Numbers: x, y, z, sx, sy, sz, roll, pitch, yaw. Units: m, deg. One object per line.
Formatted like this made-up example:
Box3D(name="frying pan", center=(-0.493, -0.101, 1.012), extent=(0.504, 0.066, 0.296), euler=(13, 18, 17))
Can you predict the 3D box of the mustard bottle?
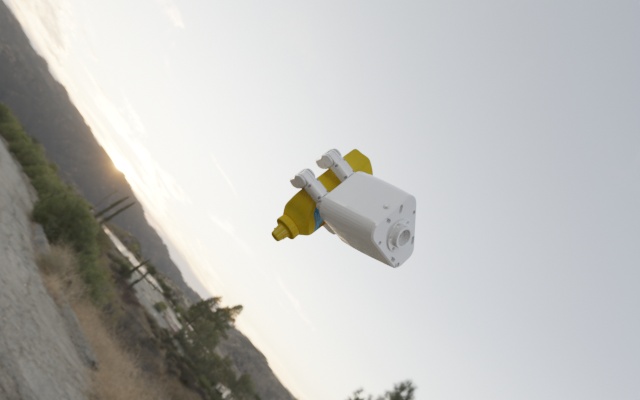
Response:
Box3D(name="mustard bottle", center=(0.000, 0.002, 0.762), extent=(0.191, 0.058, 0.096), euler=(-38, -25, -23))
